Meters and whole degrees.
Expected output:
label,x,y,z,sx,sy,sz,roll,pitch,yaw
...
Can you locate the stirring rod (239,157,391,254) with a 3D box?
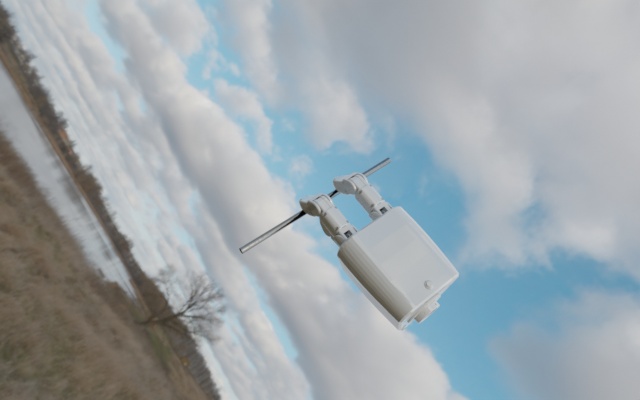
label,x,y,z,sx,sy,sz,roll,pitch,yaw
stirring rod,0.000,0.002,0.613,0.239,0.011,0.011,-32,13,-22
